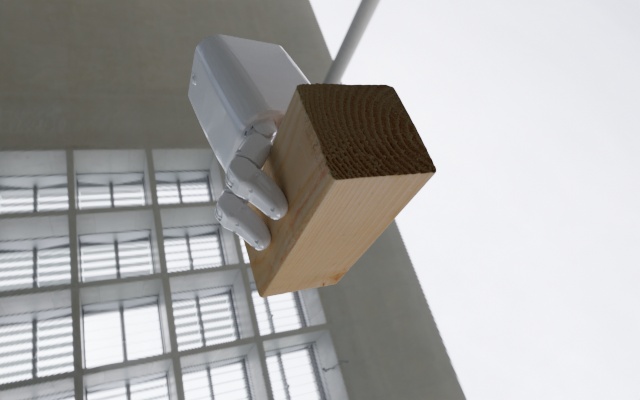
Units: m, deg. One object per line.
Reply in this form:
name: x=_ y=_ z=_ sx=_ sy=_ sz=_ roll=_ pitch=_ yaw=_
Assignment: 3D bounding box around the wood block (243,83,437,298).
wood block: x=0.000 y=0.001 z=0.430 sx=0.091 sy=0.090 sz=0.206 roll=-7 pitch=-29 yaw=-27
